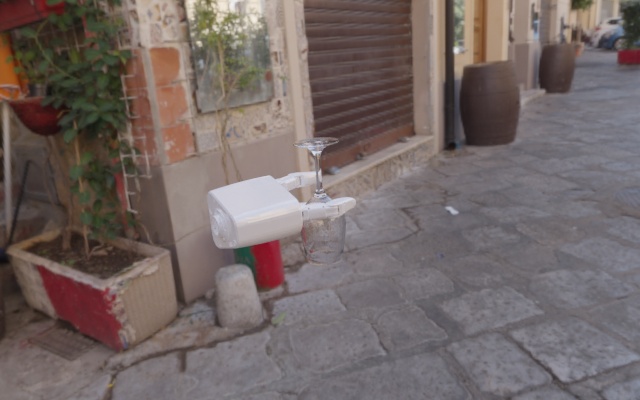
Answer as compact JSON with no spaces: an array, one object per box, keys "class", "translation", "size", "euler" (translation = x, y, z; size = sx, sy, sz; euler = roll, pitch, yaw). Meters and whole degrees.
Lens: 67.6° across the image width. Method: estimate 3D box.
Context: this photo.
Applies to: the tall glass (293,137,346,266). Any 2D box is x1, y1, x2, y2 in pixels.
[{"class":"tall glass","translation":[0.000,0.002,0.780],"size":[0.079,0.201,0.079],"euler":[-4,17,1]}]
